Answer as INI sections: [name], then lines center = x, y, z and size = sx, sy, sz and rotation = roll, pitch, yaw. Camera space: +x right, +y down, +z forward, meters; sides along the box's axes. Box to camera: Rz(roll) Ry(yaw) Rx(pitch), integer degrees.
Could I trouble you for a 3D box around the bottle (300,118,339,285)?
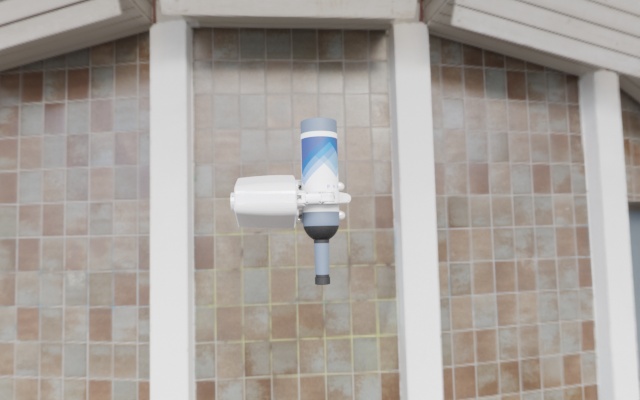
[bottle]
center = 0.000, 0.003, 0.863
size = 0.069, 0.295, 0.069
rotation = -1, -4, 0
